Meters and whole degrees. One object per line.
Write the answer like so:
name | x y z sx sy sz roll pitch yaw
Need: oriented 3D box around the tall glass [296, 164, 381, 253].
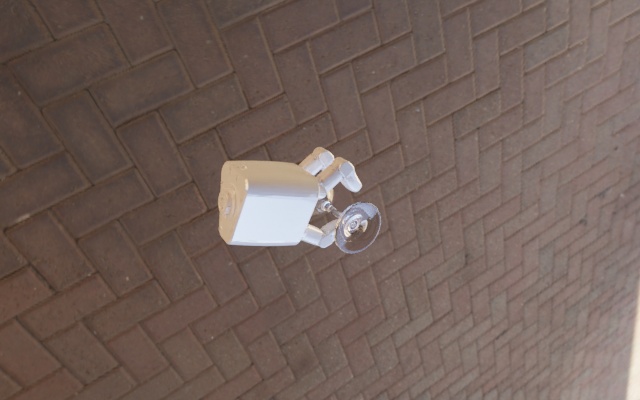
tall glass | 0.001 0.003 0.711 0.079 0.079 0.201 0 20 -32
